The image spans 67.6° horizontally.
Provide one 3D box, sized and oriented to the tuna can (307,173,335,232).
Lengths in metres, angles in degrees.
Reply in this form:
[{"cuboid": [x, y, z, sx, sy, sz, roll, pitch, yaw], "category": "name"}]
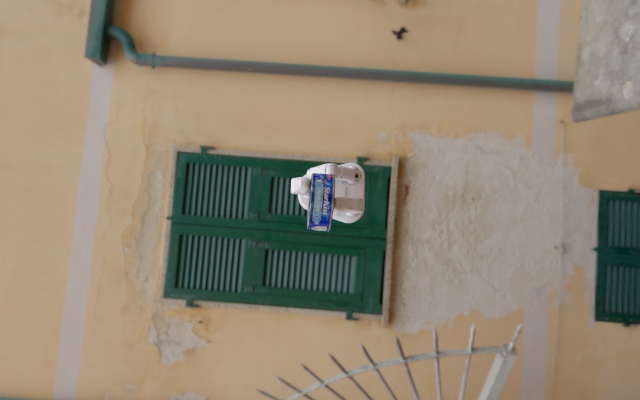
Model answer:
[{"cuboid": [0.000, 0.002, 0.704, 0.034, 0.086, 0.086, 5, 0, -4], "category": "tuna can"}]
